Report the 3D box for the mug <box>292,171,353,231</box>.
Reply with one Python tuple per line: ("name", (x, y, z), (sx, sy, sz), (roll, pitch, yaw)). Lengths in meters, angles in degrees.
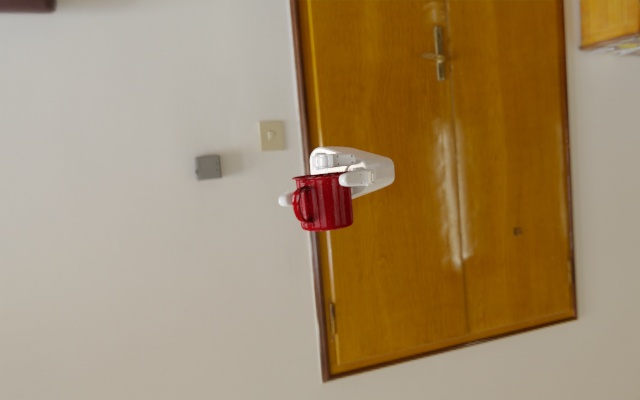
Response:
("mug", (-0.001, 0.003, 0.719), (0.093, 0.081, 0.117), (-2, 7, 35))
